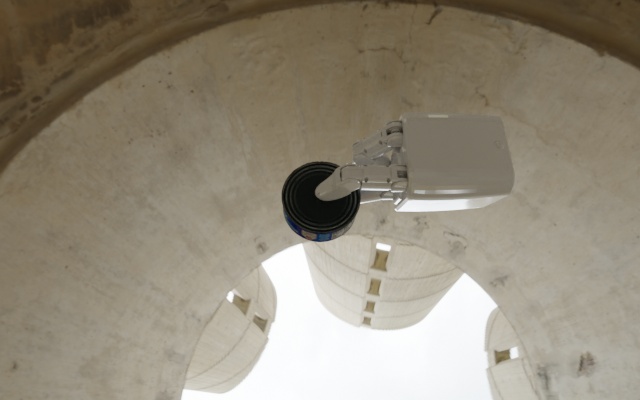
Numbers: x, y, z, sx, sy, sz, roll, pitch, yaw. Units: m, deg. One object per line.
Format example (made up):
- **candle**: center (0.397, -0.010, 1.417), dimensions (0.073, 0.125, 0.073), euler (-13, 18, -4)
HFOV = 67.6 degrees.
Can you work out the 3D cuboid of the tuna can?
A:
- **tuna can**: center (0.000, 0.002, 0.529), dimensions (0.086, 0.086, 0.034), euler (0, -24, -3)
